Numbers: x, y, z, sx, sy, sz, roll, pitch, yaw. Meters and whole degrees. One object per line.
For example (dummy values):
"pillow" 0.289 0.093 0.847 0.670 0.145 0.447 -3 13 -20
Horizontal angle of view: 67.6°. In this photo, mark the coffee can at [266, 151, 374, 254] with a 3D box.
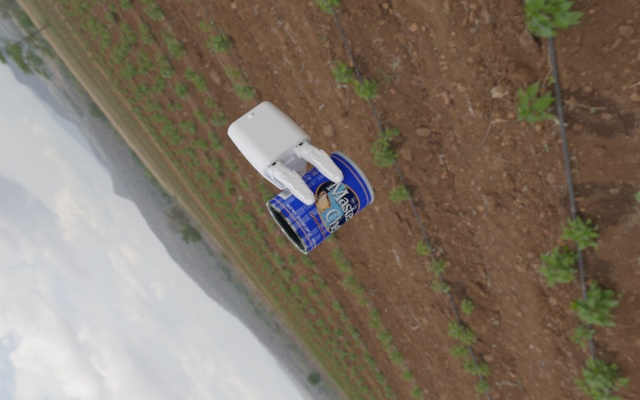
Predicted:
"coffee can" 0.000 0.003 0.761 0.140 0.103 0.103 -38 10 -14
